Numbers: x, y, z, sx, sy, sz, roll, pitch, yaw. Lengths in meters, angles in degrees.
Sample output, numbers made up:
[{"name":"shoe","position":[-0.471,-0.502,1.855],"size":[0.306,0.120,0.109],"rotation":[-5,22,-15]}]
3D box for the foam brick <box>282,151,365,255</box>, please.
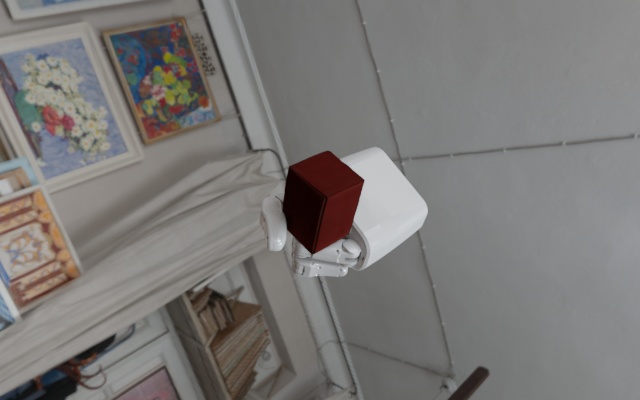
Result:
[{"name":"foam brick","position":[0.000,0.001,0.458],"size":[0.051,0.078,0.053],"rotation":[-26,55,-34]}]
